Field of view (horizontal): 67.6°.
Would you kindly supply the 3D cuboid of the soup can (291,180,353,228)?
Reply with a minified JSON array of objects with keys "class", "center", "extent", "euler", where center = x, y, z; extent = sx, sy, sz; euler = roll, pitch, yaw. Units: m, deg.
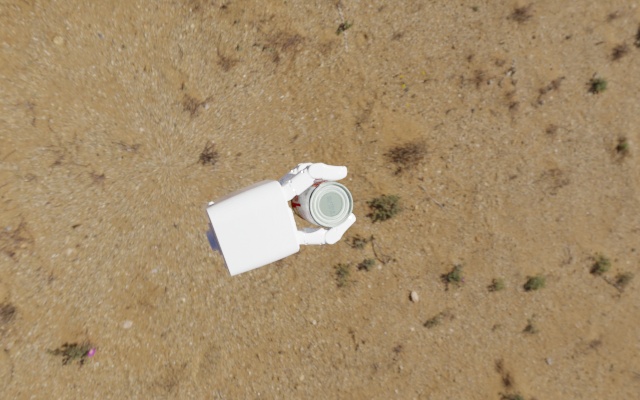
[{"class":"soup can","center":[0.001,0.002,0.718],"extent":[0.068,0.068,0.102],"euler":[0,4,-18]}]
